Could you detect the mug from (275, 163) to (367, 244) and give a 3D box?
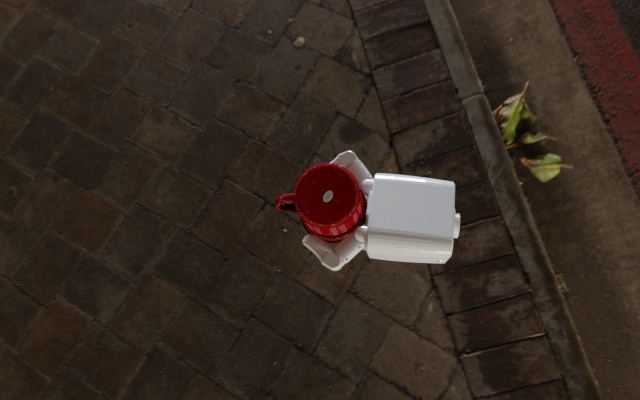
[{"bbox_3d":[-0.001,0.002,0.606,0.117,0.093,0.081,2,-14,8],"label":"mug"}]
